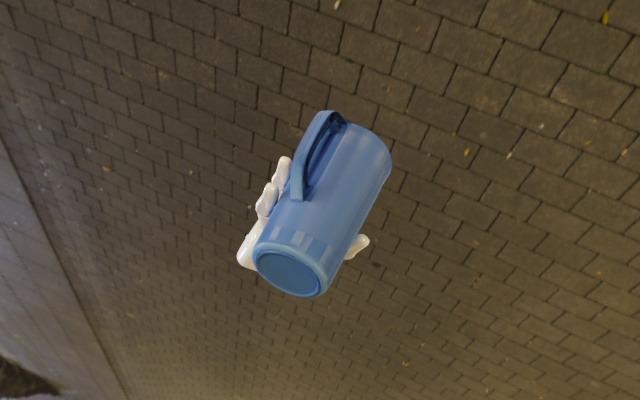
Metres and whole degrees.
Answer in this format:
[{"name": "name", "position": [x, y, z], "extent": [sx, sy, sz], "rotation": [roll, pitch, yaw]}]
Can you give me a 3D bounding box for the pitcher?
[{"name": "pitcher", "position": [0.000, 0.002, 0.665], "extent": [0.149, 0.242, 0.145], "rotation": [35, -39, -8]}]
